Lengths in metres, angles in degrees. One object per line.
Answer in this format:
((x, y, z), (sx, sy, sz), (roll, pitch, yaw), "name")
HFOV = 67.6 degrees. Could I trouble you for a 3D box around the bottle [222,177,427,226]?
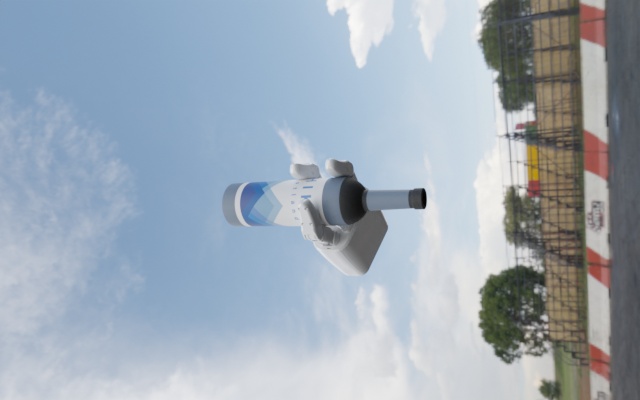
((0.000, 0.002, 0.668), (0.296, 0.069, 0.069), (-2, -1, 27), "bottle")
